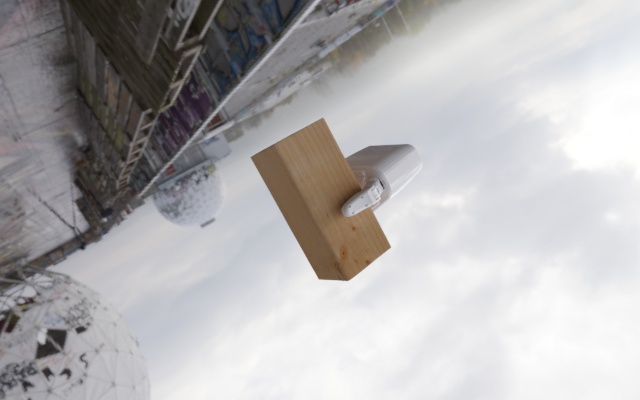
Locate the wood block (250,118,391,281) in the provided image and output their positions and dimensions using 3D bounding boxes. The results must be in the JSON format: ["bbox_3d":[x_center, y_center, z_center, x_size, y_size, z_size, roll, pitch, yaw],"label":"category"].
[{"bbox_3d":[0.001,0.002,0.675,0.090,0.206,0.091,-33,9,-28],"label":"wood block"}]
